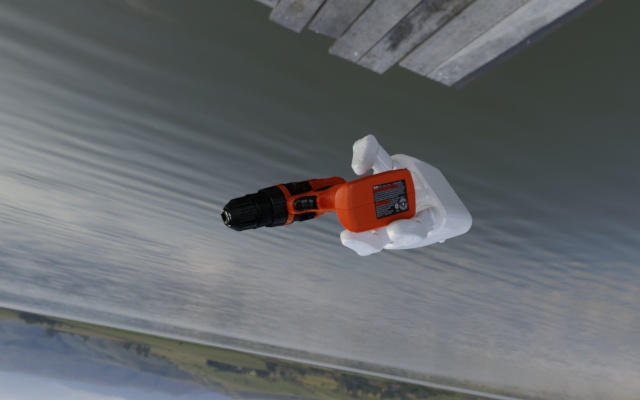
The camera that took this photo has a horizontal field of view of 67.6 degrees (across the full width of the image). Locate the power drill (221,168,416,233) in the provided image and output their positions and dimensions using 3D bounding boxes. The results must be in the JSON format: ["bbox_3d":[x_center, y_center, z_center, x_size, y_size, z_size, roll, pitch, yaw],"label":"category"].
[{"bbox_3d":[0.001,0.002,0.554,0.184,0.057,0.187,-15,10,-36],"label":"power drill"}]
